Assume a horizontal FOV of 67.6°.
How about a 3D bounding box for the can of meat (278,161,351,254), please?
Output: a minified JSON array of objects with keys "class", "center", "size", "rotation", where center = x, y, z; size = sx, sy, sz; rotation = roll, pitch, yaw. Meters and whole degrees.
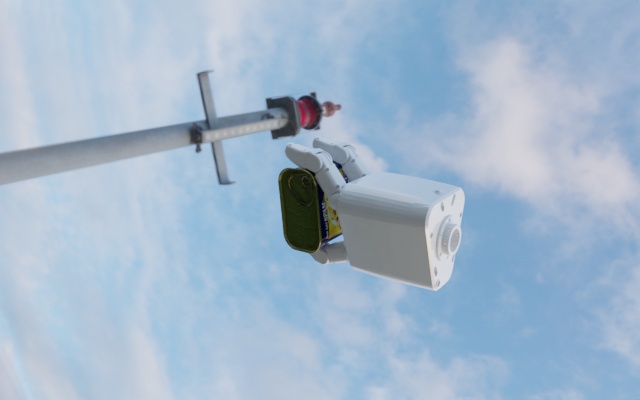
[{"class":"can of meat","center":[0.000,0.002,0.586],"size":[0.057,0.102,0.084],"rotation":[8,20,38]}]
